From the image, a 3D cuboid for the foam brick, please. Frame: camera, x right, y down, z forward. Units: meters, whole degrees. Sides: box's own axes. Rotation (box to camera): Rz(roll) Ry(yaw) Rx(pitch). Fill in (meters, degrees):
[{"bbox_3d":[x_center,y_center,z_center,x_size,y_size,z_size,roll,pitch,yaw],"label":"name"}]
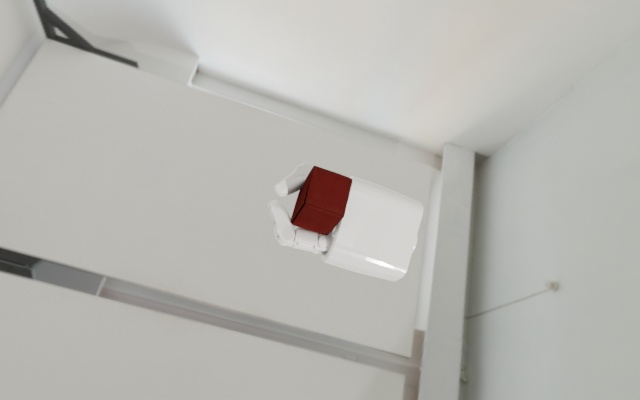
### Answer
[{"bbox_3d":[0.000,0.002,0.588,0.051,0.053,0.078,19,-25,-8],"label":"foam brick"}]
